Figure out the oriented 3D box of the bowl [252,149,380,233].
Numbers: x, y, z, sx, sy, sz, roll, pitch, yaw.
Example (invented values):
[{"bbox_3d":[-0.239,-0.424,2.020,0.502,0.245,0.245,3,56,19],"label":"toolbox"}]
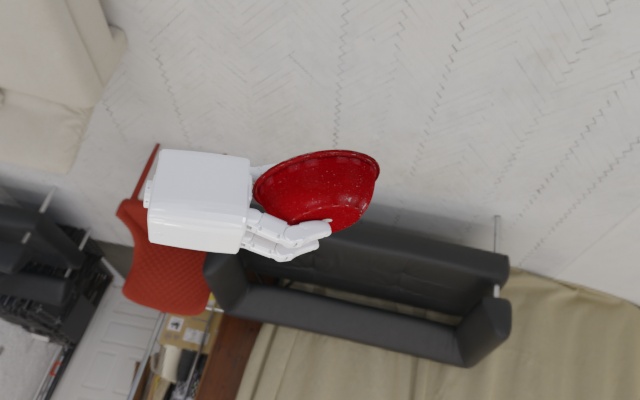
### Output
[{"bbox_3d":[0.001,0.002,0.586,0.162,0.055,0.162,-10,-23,-5],"label":"bowl"}]
